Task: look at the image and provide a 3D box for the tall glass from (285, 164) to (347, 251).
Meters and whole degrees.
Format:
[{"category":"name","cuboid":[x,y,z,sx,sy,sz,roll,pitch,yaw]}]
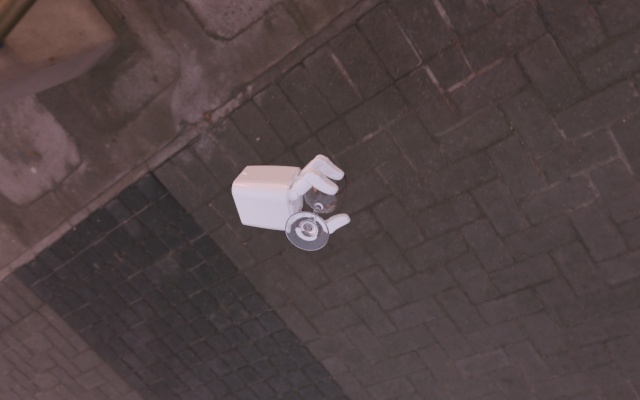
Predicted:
[{"category":"tall glass","cuboid":[0.000,0.003,0.856,0.079,0.079,0.201,0,29,15]}]
